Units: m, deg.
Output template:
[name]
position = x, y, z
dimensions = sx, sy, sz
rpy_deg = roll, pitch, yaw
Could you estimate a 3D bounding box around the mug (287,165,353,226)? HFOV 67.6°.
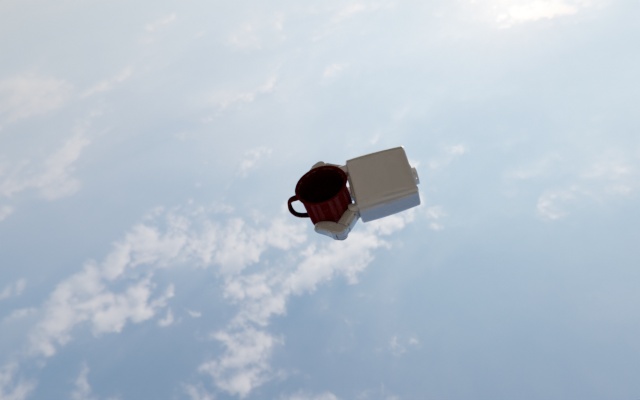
[mug]
position = -0.001, 0.003, 0.836
dimensions = 0.117, 0.093, 0.082
rpy_deg = -16, -46, 7
